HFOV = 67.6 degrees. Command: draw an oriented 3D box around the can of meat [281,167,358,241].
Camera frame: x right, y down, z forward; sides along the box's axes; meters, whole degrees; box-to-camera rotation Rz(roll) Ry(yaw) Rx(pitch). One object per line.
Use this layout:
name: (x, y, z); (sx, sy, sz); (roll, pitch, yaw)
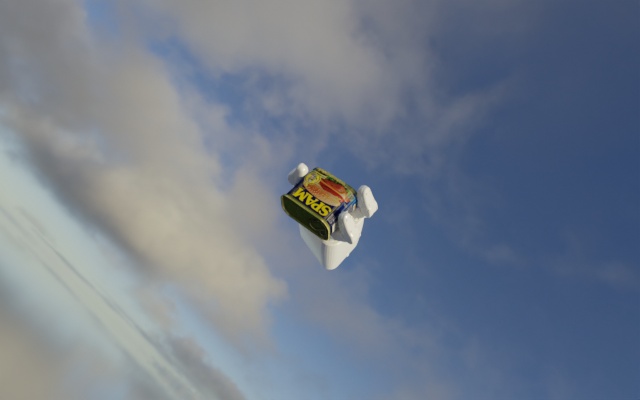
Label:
can of meat: (0.000, 0.002, 0.788); (0.102, 0.084, 0.057); (34, -28, 22)
